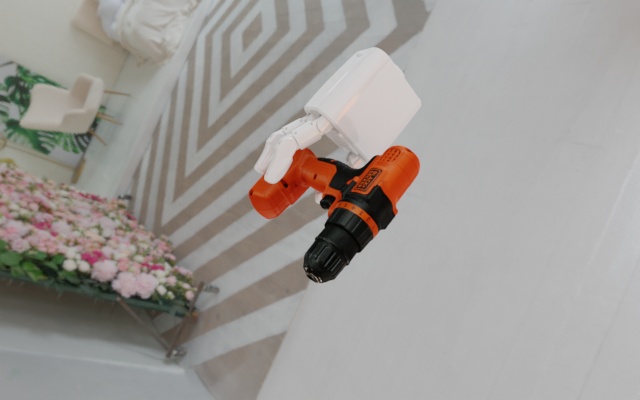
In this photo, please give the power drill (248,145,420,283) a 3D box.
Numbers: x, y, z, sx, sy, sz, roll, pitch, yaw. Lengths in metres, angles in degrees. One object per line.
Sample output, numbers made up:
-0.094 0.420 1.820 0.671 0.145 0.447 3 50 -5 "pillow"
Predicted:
0.000 0.002 0.558 0.187 0.057 0.184 16 55 45 "power drill"
